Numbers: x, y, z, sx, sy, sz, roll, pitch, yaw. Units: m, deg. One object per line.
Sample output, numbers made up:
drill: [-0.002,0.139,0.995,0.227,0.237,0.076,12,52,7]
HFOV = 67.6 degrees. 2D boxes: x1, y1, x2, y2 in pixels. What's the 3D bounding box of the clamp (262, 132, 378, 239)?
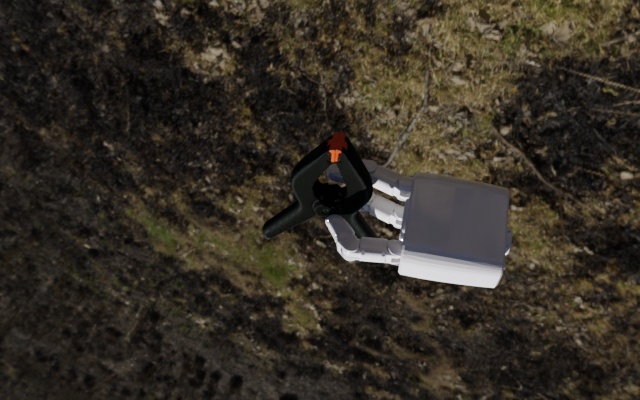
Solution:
clamp: [0.000,0.002,0.571,0.164,0.036,0.210,7,-38,8]
